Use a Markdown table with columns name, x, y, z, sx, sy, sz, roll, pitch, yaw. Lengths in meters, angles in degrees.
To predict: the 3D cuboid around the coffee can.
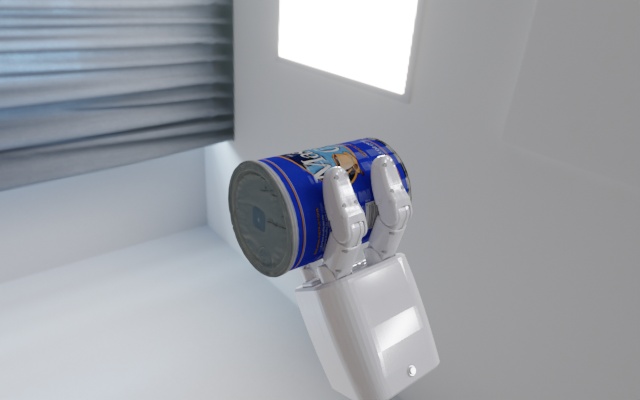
| name | x | y | z | sx | sy | sz | roll | pitch | yaw |
| --- | --- | --- | --- | --- | --- | --- | --- | --- | --- |
| coffee can | 0.000 | 0.001 | 0.447 | 0.140 | 0.103 | 0.103 | -16 | 9 | -36 |
